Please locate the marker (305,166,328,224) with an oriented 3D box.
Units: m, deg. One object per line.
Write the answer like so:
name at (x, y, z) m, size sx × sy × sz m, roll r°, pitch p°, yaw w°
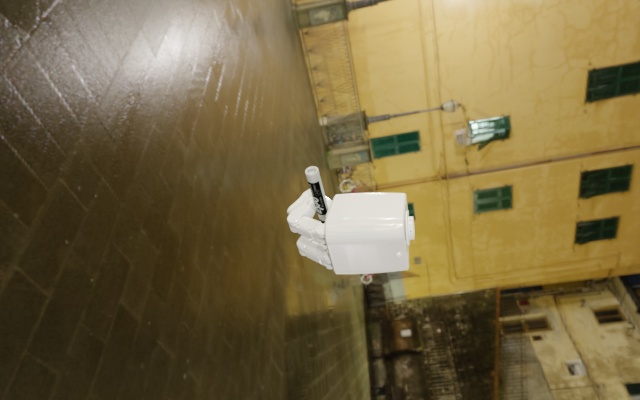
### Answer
marker at (0.000, 0.002, 0.687) m, size 0.020 × 0.121 × 0.020 m, roll -8°, pitch 43°, yaw 8°
